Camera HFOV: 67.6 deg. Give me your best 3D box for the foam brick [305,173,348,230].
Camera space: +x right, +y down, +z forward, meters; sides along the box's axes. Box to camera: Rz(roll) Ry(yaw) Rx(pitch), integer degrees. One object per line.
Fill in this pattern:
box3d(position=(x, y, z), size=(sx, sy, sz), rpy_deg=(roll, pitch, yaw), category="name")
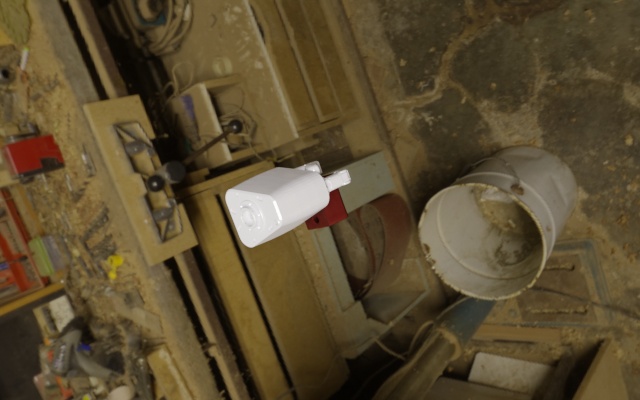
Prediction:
box3d(position=(0.000, 0.003, 0.778), size=(0.053, 0.078, 0.051), rpy_deg=(-13, 10, 43), category="foam brick")
